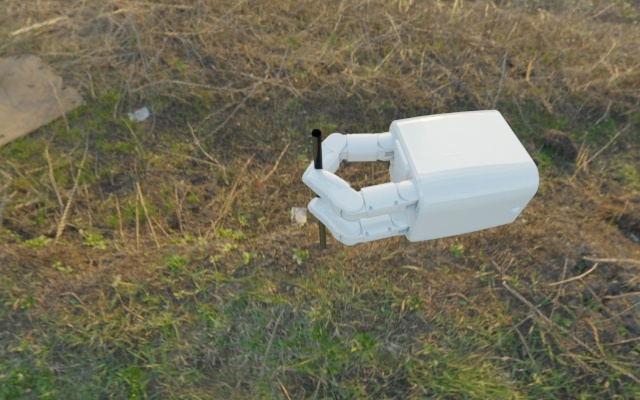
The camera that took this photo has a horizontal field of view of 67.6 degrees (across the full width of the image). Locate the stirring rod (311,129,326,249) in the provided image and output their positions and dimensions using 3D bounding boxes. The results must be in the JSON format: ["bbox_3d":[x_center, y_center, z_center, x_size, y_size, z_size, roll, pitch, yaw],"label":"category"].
[{"bbox_3d":[0.000,0.002,0.486,0.011,0.011,0.240,0,-27,2],"label":"stirring rod"}]
